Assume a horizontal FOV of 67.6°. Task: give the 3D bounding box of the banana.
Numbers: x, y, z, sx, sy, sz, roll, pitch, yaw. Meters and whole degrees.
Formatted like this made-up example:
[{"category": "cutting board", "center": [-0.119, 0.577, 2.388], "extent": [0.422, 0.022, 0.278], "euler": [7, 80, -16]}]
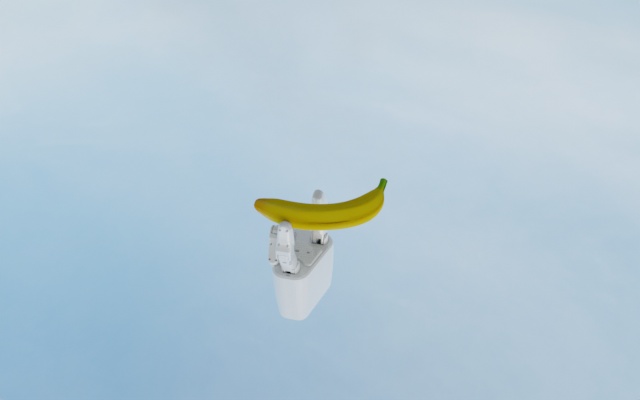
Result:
[{"category": "banana", "center": [0.007, 0.013, 0.674], "extent": [0.198, 0.037, 0.069], "euler": [-8, 40, -8]}]
